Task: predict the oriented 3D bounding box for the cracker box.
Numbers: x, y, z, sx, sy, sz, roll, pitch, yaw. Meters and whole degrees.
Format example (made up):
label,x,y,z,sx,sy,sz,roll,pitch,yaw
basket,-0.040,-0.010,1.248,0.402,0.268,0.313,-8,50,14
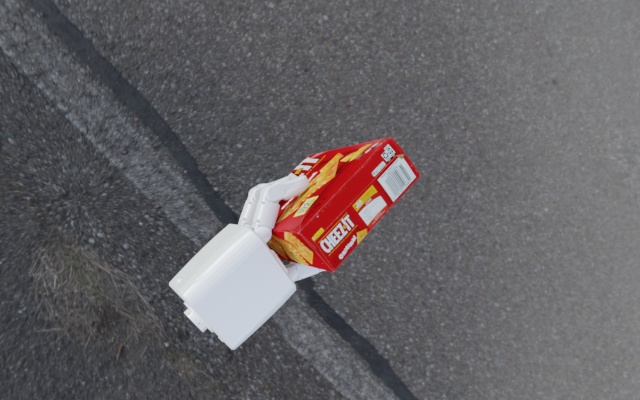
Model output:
label,x,y,z,sx,sy,sz,roll,pitch,yaw
cracker box,0.000,0.002,0.620,0.164,0.072,0.213,-46,19,-20
